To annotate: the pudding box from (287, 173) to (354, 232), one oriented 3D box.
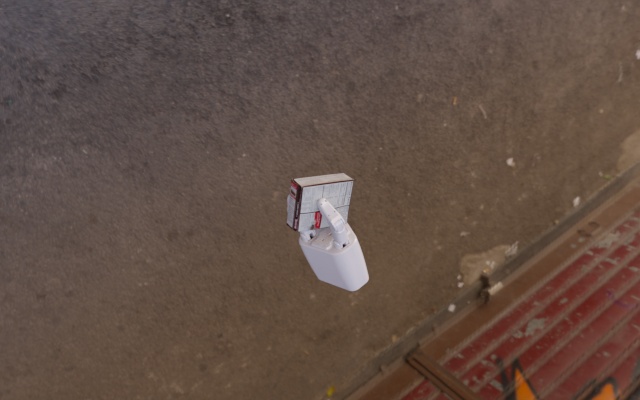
[{"bbox_3d":[0.000,0.003,0.839,0.113,0.090,0.039,-9,28,-34],"label":"pudding box"}]
